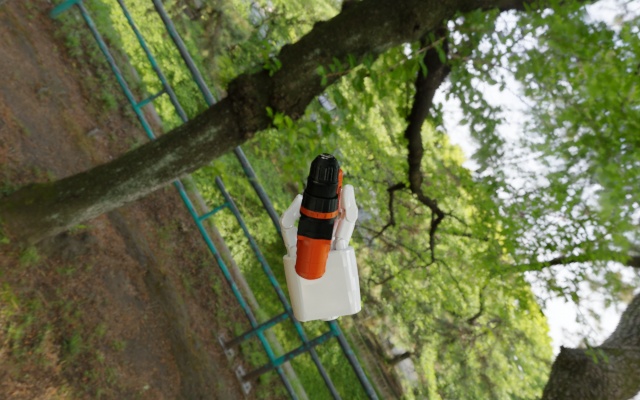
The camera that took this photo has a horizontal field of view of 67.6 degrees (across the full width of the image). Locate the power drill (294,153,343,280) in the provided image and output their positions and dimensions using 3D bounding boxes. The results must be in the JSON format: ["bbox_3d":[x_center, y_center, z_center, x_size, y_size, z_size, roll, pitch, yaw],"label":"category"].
[{"bbox_3d":[0.000,0.002,0.725,0.057,0.184,0.187,11,19,2],"label":"power drill"}]
